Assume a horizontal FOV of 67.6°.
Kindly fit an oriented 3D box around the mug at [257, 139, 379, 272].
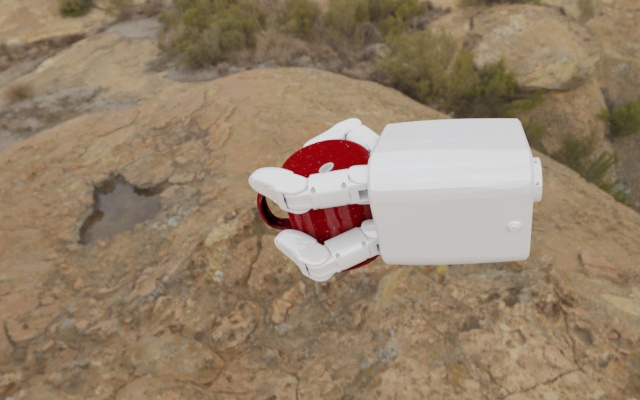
[{"bbox_3d":[-0.001,0.001,0.419,0.117,0.082,0.093,-2,41,17],"label":"mug"}]
